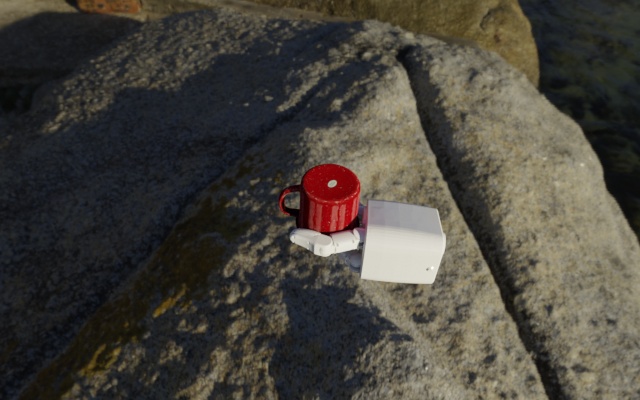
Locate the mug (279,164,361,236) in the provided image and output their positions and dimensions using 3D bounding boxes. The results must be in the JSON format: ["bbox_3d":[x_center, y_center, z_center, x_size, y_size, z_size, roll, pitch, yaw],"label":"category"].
[{"bbox_3d":[-0.001,0.002,0.664,0.117,0.082,0.093,6,45,2],"label":"mug"}]
